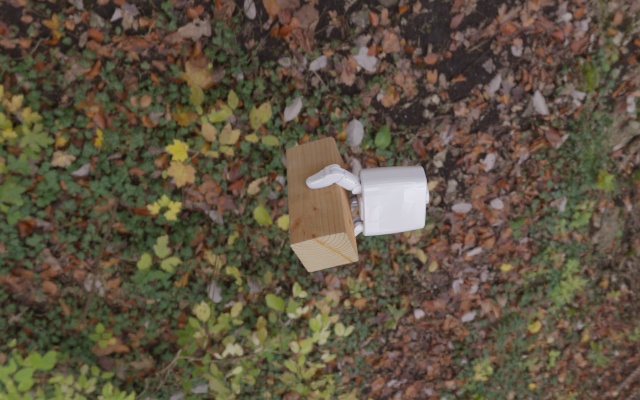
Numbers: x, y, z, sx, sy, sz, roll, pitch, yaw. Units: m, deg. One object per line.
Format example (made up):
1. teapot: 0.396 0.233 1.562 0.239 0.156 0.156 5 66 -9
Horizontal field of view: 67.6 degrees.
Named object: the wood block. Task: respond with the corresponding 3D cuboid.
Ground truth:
1. wood block: 0.000 0.002 0.811 0.090 0.206 0.091 -14 -40 10
